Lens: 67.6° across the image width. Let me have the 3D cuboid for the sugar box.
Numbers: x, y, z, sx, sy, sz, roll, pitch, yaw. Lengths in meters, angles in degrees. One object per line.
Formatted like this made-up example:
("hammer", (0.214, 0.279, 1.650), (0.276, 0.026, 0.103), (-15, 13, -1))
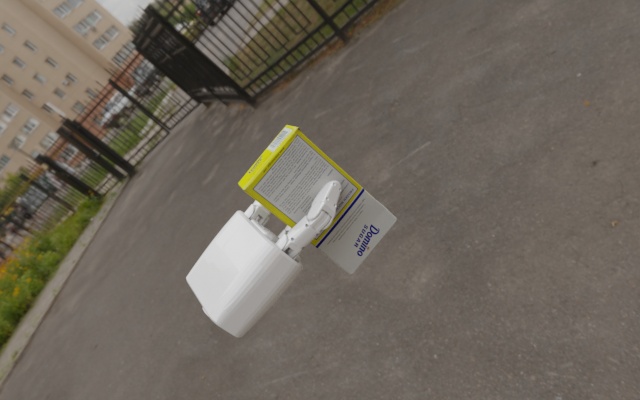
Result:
("sugar box", (0.000, 0.002, 0.572), (0.176, 0.093, 0.048), (41, -2, -25))
